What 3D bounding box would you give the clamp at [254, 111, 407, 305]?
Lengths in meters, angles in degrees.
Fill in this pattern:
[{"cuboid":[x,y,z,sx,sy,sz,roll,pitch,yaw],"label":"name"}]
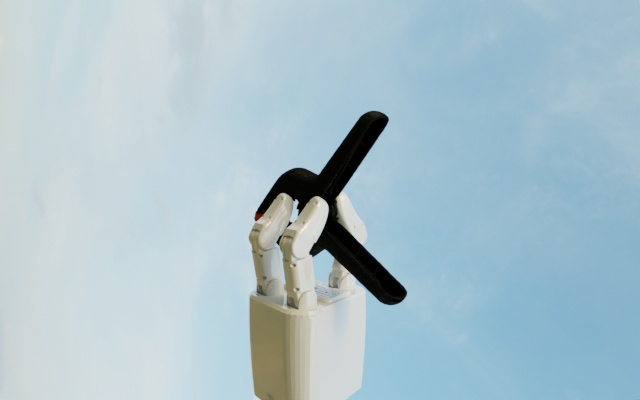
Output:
[{"cuboid":[0.000,0.002,0.471,0.036,0.164,0.210,-5,7,-39],"label":"clamp"}]
